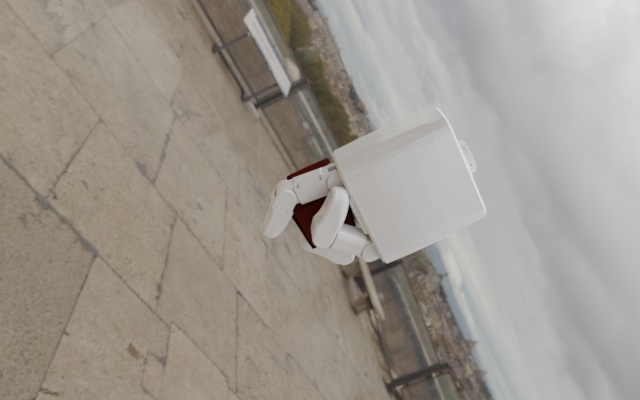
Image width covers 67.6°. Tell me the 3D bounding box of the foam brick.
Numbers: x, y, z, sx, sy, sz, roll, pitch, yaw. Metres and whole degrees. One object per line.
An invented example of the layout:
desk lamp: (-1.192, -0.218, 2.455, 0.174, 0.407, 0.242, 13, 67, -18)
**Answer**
foam brick: (0.000, 0.001, 0.499, 0.051, 0.053, 0.078, -26, 31, 9)
